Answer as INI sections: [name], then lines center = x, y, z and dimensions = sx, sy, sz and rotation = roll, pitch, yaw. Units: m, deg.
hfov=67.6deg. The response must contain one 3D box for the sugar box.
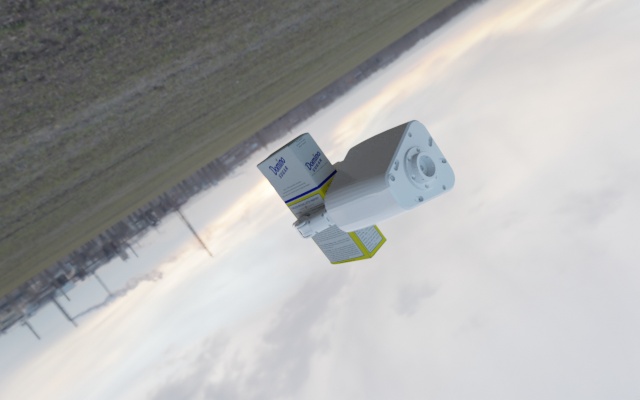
[sugar box]
center = 0.001, 0.002, 0.628
dimensions = 0.048, 0.176, 0.093
rotation = -41, 11, -34
